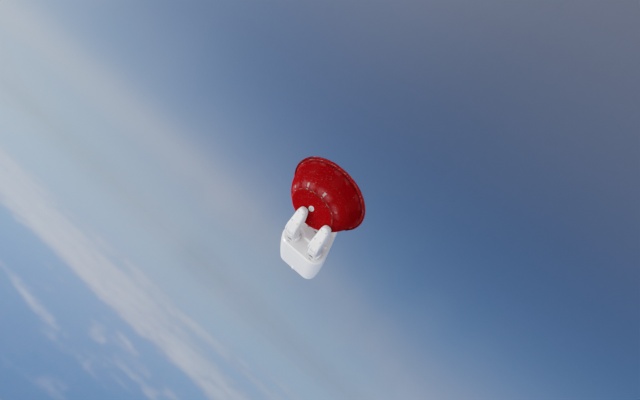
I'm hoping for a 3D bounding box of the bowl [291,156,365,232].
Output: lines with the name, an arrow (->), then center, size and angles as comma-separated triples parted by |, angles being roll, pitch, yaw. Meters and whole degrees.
bowl -> 0.000, 0.002, 0.869 | 0.162, 0.162, 0.055 | 0, 32, 45
